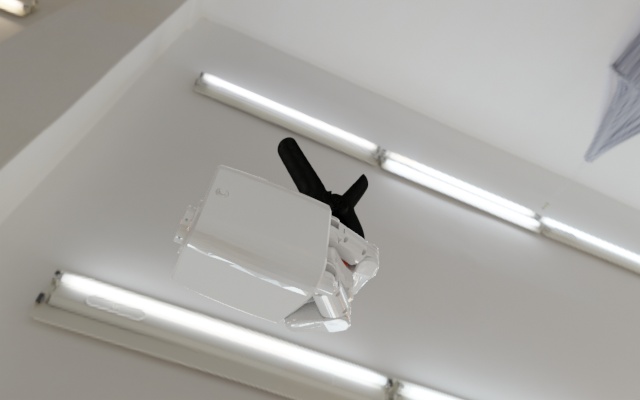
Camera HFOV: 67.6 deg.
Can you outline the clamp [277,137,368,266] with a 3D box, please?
[{"bbox_3d":[0.000,0.002,0.502,0.120,0.039,0.171,25,34,-14],"label":"clamp"}]
